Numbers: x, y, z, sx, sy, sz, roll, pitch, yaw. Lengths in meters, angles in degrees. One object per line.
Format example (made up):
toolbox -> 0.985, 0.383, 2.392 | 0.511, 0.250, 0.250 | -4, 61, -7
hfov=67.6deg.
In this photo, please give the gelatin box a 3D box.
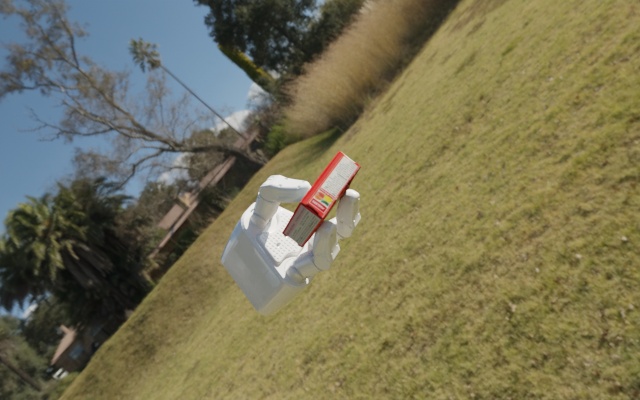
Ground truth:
gelatin box -> 0.000, 0.001, 0.489 | 0.030, 0.073, 0.089 | 36, -29, 2
